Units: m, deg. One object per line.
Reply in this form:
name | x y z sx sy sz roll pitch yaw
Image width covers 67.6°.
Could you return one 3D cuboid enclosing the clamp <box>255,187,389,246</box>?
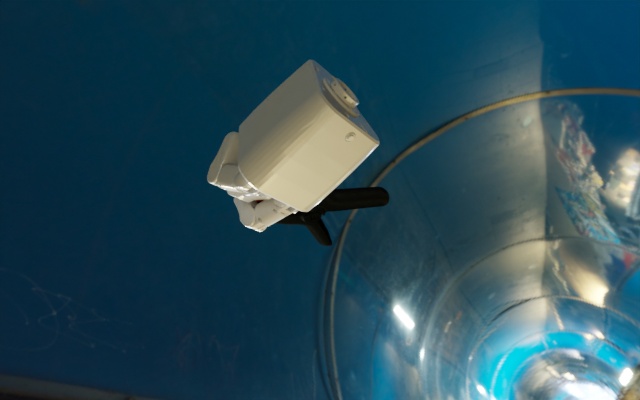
clamp | 0.000 0.001 0.566 0.120 0.039 0.171 -39 -36 21
